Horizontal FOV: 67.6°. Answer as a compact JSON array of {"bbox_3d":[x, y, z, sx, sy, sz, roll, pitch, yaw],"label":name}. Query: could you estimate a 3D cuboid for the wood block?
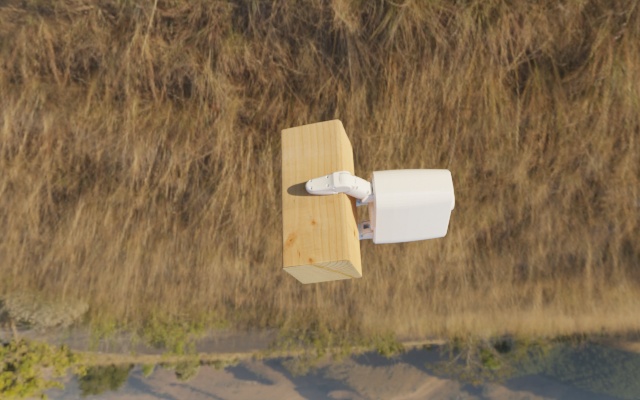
[{"bbox_3d":[0.000,0.002,0.675,0.090,0.206,0.091,-9,-24,13],"label":"wood block"}]
